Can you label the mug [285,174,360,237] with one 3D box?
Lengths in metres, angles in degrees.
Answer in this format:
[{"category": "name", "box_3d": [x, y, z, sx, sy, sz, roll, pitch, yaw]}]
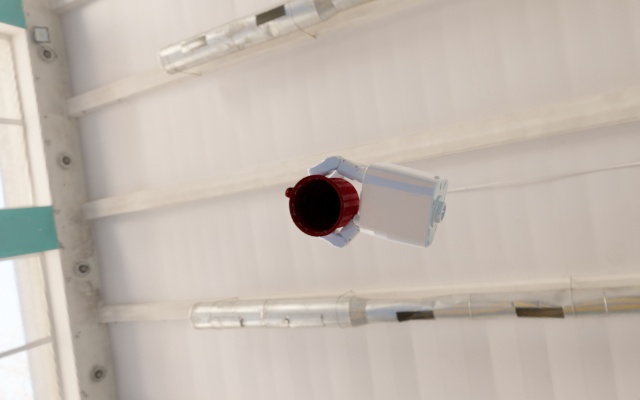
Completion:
[{"category": "mug", "box_3d": [-0.001, 0.002, 0.746, 0.117, 0.093, 0.081, 17, 11, 24]}]
